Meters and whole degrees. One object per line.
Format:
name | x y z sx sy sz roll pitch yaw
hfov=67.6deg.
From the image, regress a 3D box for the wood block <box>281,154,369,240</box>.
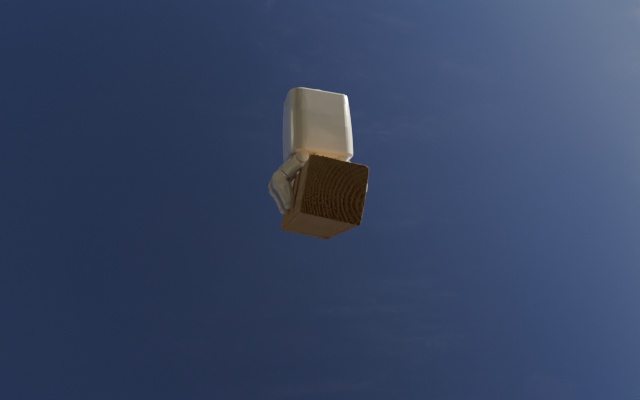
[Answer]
wood block | 0.000 0.002 0.770 0.091 0.090 0.206 12 -12 -9
